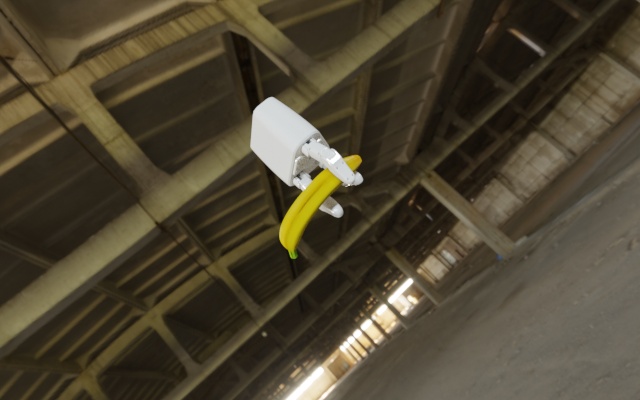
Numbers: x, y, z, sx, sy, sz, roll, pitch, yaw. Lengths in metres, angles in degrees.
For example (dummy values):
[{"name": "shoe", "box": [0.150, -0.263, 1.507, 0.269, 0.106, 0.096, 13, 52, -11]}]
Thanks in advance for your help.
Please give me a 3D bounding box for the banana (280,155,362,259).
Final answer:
[{"name": "banana", "box": [-0.009, 0.002, 0.747, 0.037, 0.198, 0.069, 38, 6, 23]}]
